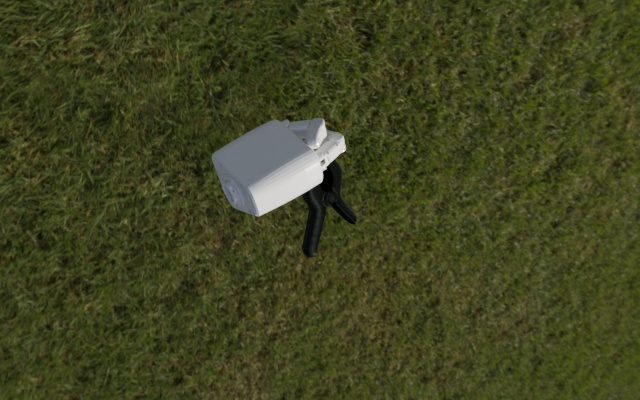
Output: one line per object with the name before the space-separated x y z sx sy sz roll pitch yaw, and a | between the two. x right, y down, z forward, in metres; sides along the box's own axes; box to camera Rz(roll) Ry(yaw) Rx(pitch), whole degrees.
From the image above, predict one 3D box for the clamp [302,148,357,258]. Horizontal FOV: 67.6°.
clamp | 0.001 0.002 0.733 0.039 0.172 0.120 11 44 38
